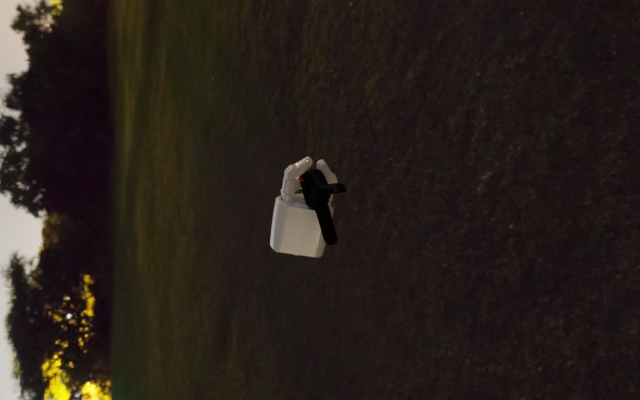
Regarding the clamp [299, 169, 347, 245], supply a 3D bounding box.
[{"bbox_3d":[0.000,0.003,0.891,0.039,0.120,0.171,3,19,-23],"label":"clamp"}]
